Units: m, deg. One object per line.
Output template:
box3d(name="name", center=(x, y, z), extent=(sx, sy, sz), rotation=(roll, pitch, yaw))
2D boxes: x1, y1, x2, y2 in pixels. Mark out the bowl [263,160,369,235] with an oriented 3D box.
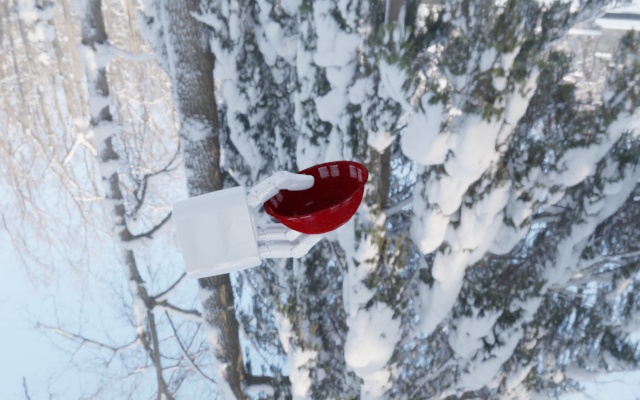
box3d(name="bowl", center=(0.002, 0.002, 0.708), extent=(0.162, 0.055, 0.162), rotation=(-17, 27, 9))
